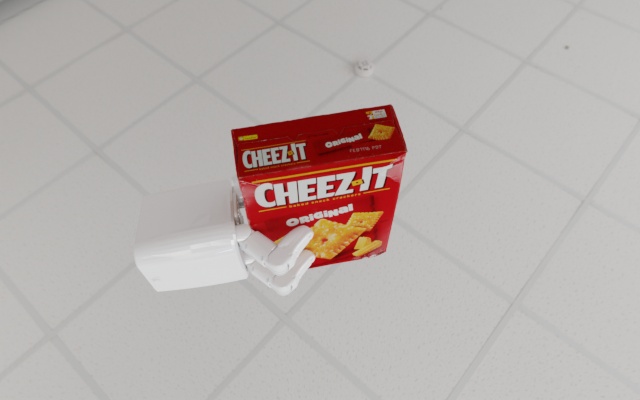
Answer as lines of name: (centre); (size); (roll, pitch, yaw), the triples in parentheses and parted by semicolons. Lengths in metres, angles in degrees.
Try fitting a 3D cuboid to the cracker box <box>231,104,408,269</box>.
cracker box: (0.000, 0.002, 0.539); (0.164, 0.072, 0.214); (-10, -32, -5)
